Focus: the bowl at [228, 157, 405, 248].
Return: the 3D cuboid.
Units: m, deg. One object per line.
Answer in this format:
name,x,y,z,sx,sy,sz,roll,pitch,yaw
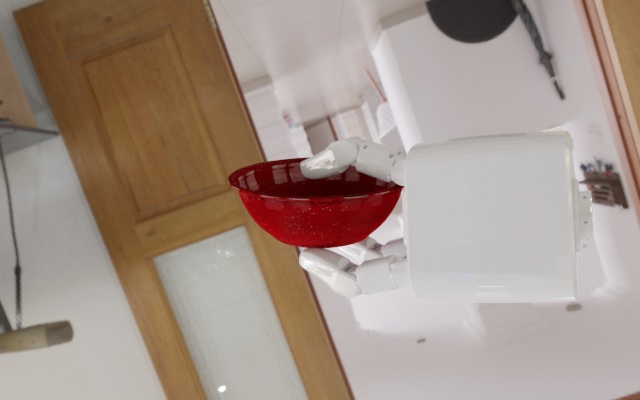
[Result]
bowl,-0.001,0.002,0.430,0.162,0.055,0.162,0,16,0
